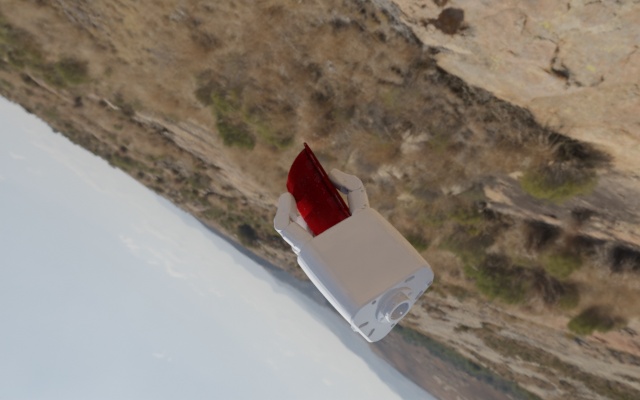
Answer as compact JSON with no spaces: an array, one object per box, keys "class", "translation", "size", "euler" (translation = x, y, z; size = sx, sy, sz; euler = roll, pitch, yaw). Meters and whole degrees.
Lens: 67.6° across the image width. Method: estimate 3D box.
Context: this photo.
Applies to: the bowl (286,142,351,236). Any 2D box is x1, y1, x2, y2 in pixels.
[{"class":"bowl","translation":[-0.001,0.002,0.654],"size":[0.055,0.162,0.162],"euler":[-32,-3,4]}]
